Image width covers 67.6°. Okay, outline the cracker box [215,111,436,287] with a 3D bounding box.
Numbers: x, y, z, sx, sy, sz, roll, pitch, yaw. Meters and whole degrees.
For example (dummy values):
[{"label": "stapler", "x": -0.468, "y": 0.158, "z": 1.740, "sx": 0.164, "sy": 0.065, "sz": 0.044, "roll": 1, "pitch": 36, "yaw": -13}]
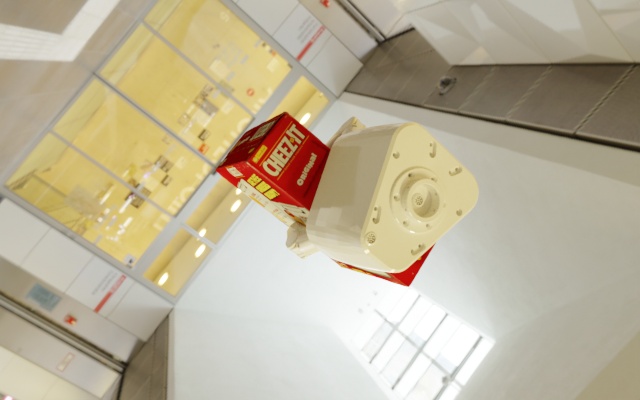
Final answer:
[{"label": "cracker box", "x": 0.000, "y": 0.002, "z": 0.538, "sx": 0.214, "sy": 0.072, "sz": 0.164, "roll": 39, "pitch": -14, "yaw": -18}]
